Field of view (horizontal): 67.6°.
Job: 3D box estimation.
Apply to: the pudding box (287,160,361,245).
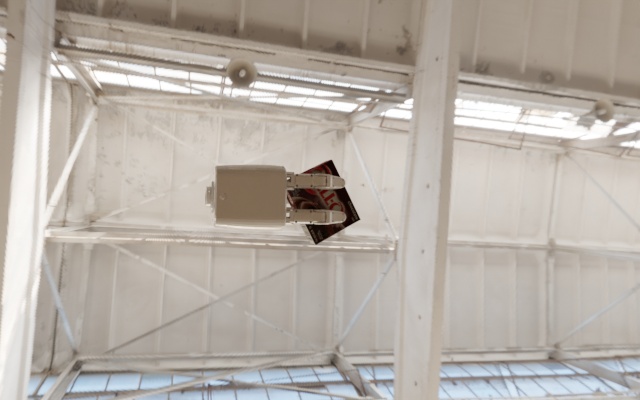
[{"bbox_3d":[0.000,0.003,0.775,0.090,0.113,0.039,-28,8,-18],"label":"pudding box"}]
